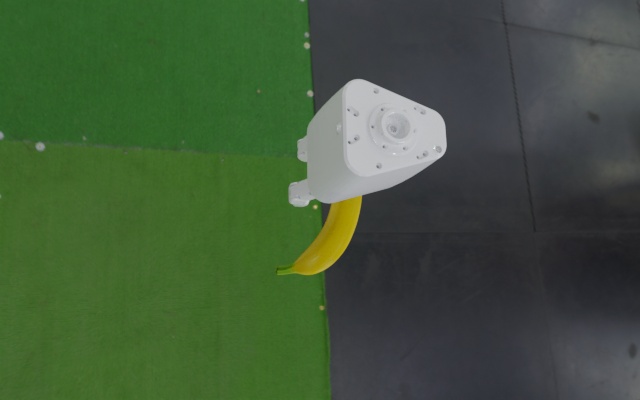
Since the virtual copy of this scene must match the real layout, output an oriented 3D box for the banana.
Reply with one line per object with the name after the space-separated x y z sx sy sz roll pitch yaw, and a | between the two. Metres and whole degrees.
0.015 0.013 0.594 0.069 0.197 0.037 26 -16 -8 | banana
